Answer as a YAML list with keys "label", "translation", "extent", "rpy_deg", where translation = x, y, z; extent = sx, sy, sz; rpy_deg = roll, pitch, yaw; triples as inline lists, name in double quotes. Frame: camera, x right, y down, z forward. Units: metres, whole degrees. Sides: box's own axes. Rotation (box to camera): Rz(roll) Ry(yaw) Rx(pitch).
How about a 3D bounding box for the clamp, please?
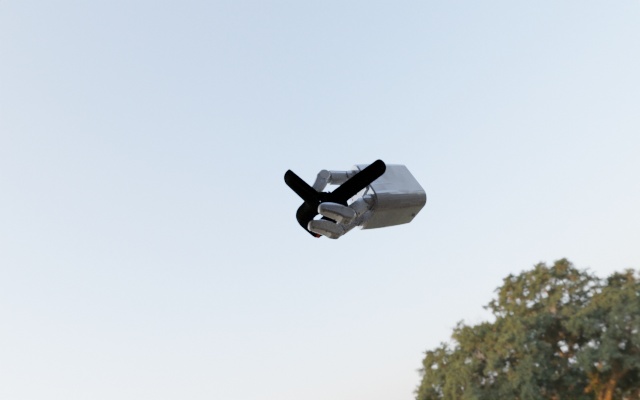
- label: "clamp"
  translation: [0.000, 0.002, 0.800]
  extent: [0.164, 0.036, 0.210]
  rpy_deg: [-3, -32, -22]
